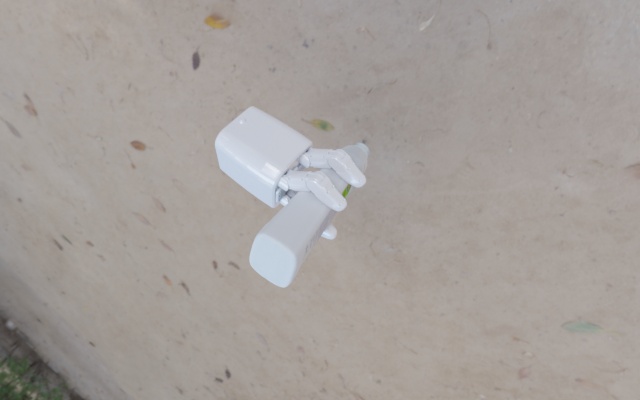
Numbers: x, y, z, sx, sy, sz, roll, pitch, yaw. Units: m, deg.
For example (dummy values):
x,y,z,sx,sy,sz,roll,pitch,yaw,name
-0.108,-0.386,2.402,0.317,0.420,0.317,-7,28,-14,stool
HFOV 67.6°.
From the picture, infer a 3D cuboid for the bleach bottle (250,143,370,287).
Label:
x,y,z,sx,sy,sz,roll,pitch,yaw,name
0.000,0.002,0.686,0.068,0.250,0.103,33,-38,8,bleach bottle
